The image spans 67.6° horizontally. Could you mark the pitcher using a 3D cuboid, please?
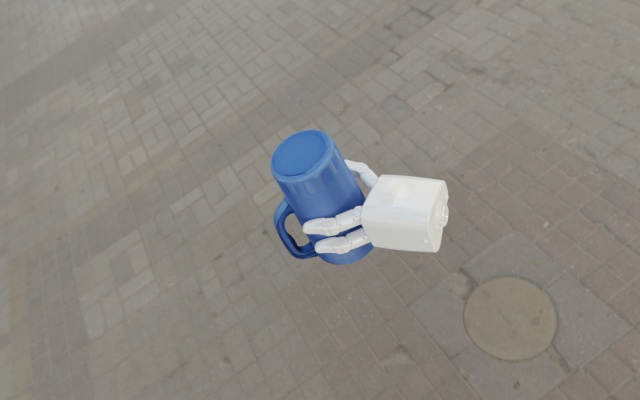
[{"bbox_3d":[0.000,0.003,0.816,0.145,0.149,0.243,7,-32,29],"label":"pitcher"}]
